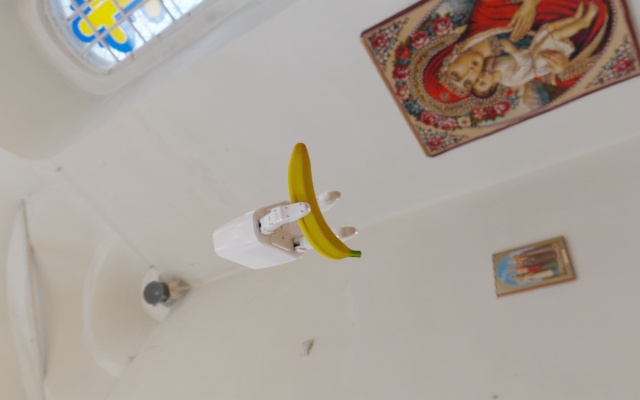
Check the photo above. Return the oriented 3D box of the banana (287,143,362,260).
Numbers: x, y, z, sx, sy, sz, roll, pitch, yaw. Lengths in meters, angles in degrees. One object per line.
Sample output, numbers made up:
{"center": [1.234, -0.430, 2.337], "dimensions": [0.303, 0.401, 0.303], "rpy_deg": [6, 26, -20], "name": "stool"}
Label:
{"center": [-0.010, 0.012, 0.709], "dimensions": [0.037, 0.198, 0.069], "rpy_deg": [-22, 5, 44], "name": "banana"}
